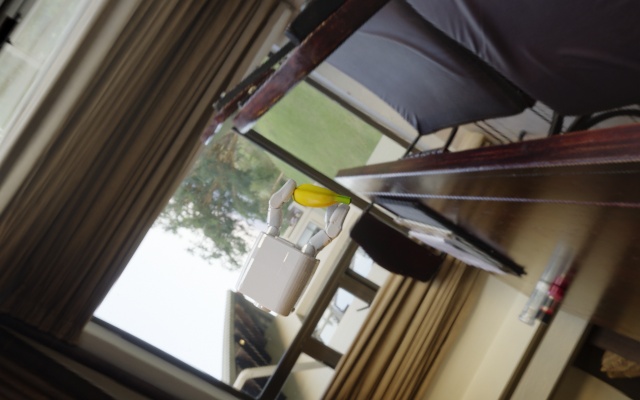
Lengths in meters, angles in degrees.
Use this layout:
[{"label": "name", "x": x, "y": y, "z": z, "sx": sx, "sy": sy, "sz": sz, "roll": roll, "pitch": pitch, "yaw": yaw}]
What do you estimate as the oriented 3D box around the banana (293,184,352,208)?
[{"label": "banana", "x": -0.015, "y": -0.004, "z": 0.823, "sx": 0.069, "sy": 0.037, "sz": 0.198, "roll": 24, "pitch": -4, "yaw": -18}]
